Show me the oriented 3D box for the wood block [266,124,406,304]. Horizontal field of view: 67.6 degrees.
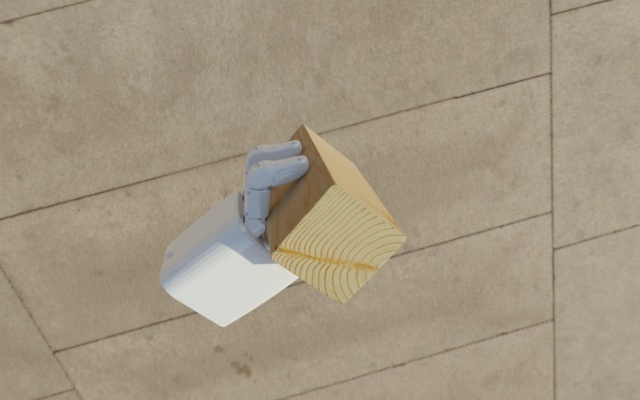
[{"bbox_3d":[0.000,0.002,0.510,0.091,0.090,0.206,37,13,-22],"label":"wood block"}]
